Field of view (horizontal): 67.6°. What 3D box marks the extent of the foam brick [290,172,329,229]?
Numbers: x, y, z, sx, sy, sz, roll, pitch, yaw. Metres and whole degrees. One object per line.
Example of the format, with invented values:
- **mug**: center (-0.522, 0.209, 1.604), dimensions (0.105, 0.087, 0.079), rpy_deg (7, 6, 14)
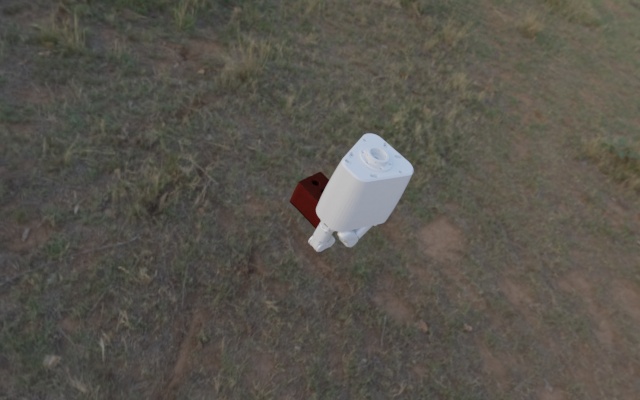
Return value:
- **foam brick**: center (0.000, 0.002, 0.758), dimensions (0.053, 0.078, 0.051), rpy_deg (-28, -26, -40)
